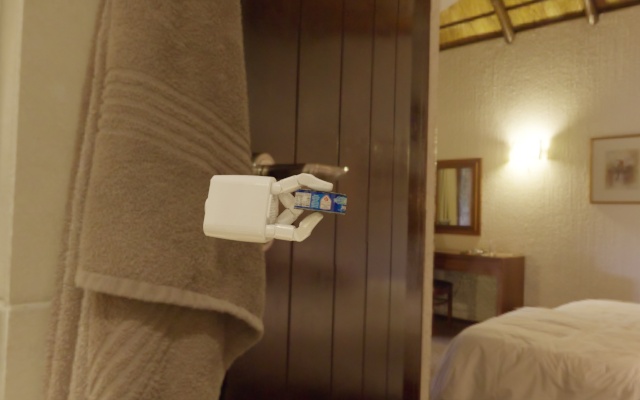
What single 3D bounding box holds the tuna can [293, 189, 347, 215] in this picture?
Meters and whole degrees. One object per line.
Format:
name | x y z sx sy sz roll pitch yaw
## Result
tuna can | 0.000 0.002 0.783 0.086 0.034 0.086 7 -1 0
